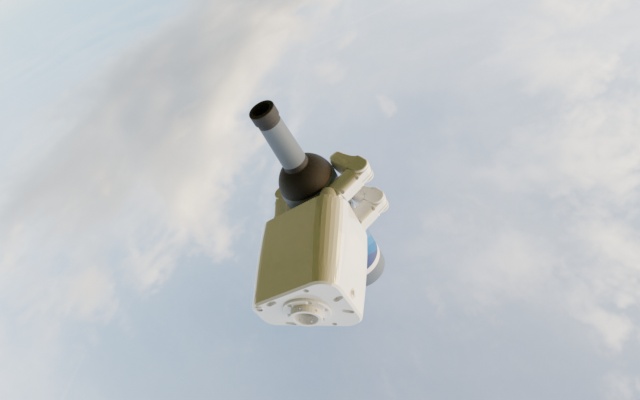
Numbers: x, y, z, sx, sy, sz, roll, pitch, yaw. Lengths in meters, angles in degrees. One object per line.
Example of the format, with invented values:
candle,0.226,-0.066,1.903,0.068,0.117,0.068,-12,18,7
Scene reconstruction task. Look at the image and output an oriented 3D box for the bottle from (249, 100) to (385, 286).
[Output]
bottle,0.000,0.002,0.564,0.069,0.069,0.296,0,-38,30
